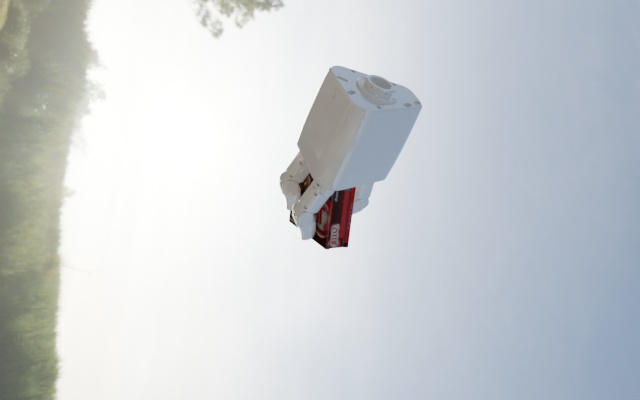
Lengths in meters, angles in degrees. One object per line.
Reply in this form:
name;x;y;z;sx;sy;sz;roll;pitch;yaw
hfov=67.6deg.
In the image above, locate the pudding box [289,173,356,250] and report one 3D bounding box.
pudding box;0.000;0.002;0.619;0.039;0.090;0.113;0;16;-27
